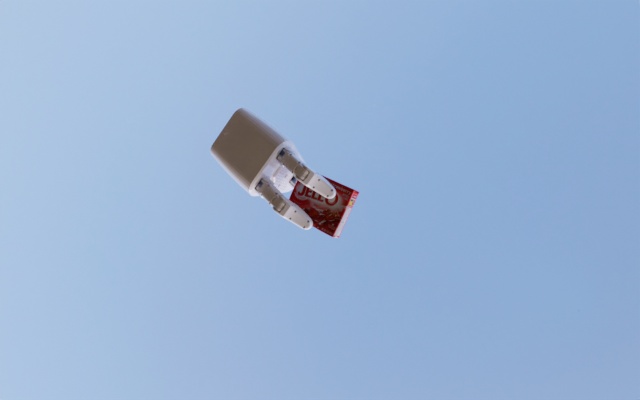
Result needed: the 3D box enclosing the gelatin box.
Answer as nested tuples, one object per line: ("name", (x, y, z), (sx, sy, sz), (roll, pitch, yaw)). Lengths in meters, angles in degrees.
("gelatin box", (0.001, 0.002, 0.684), (0.089, 0.073, 0.030), (26, 4, 22))
